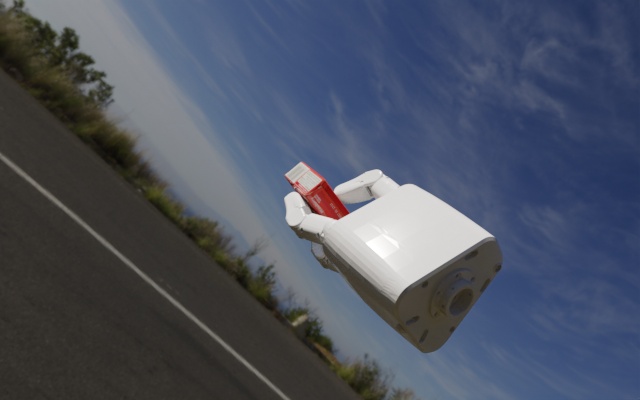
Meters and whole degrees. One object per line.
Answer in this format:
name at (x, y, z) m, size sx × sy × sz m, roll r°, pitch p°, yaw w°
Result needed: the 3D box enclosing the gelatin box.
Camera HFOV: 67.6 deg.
gelatin box at (0.000, 0.001, 0.532) m, size 0.030 × 0.073 × 0.089 m, roll -38°, pitch 25°, yaw -4°
